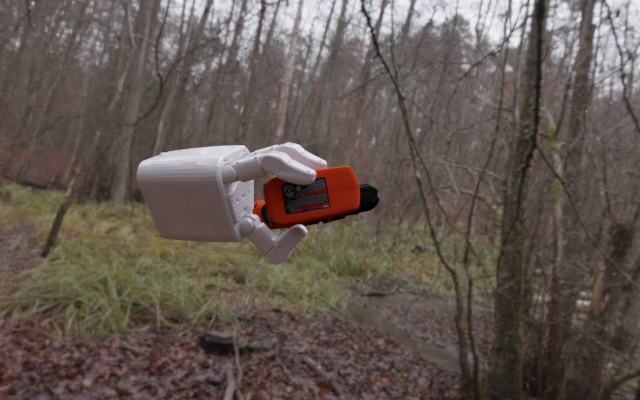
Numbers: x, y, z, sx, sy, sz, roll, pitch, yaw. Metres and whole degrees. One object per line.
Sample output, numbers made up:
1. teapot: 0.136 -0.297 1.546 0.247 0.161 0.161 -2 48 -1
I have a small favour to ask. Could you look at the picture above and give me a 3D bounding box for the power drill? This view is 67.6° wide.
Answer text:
1. power drill: 0.000 0.002 0.616 0.184 0.057 0.188 -12 -7 -6
